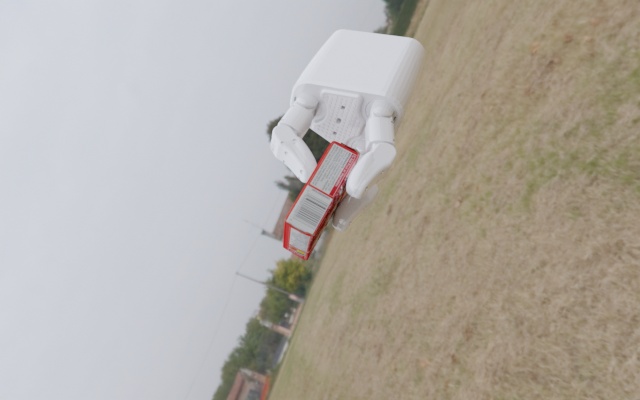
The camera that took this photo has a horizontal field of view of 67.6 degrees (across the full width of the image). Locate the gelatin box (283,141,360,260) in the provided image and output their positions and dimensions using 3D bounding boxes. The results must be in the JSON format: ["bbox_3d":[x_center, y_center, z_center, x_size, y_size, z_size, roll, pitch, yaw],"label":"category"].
[{"bbox_3d":[-0.001,0.001,0.425,0.030,0.089,0.073,28,-22,5],"label":"gelatin box"}]
